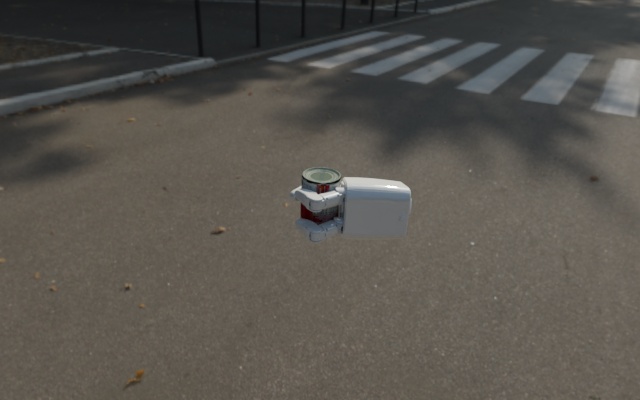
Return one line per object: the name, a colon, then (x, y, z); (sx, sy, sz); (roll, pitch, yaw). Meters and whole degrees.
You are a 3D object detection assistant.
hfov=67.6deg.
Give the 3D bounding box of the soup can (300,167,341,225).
soup can: (0.000, 0.002, 0.810); (0.068, 0.102, 0.068); (2, 27, -1)
